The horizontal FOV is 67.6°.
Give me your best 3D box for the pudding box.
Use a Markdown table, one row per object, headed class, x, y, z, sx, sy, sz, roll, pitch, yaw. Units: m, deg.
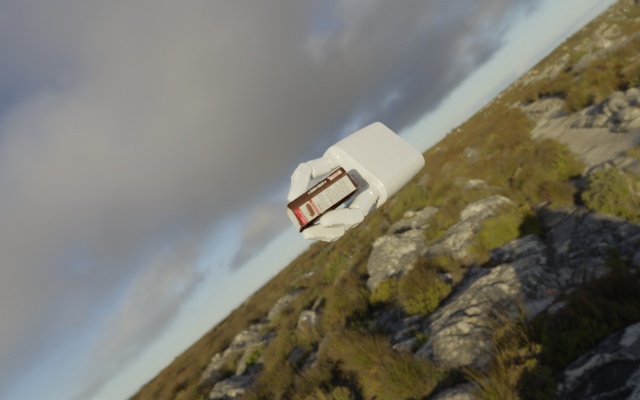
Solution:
| class | x | y | z | sx | sy | sz | roll | pitch | yaw |
| --- | --- | --- | --- | --- | --- | --- | --- | --- | --- |
| pudding box | 0.000 | 0.002 | 0.640 | 0.090 | 0.039 | 0.113 | -36 | -6 | -7 |
